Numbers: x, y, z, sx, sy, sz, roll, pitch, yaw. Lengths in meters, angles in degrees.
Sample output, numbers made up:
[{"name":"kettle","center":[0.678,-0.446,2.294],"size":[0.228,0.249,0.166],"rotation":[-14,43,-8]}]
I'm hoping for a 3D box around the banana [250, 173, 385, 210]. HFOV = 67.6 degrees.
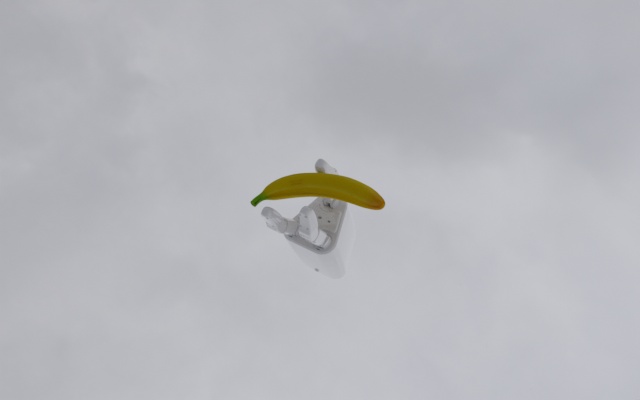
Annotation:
[{"name":"banana","center":[0.000,-0.012,0.707],"size":[0.198,0.069,0.037],"rotation":[0,-38,15]}]
